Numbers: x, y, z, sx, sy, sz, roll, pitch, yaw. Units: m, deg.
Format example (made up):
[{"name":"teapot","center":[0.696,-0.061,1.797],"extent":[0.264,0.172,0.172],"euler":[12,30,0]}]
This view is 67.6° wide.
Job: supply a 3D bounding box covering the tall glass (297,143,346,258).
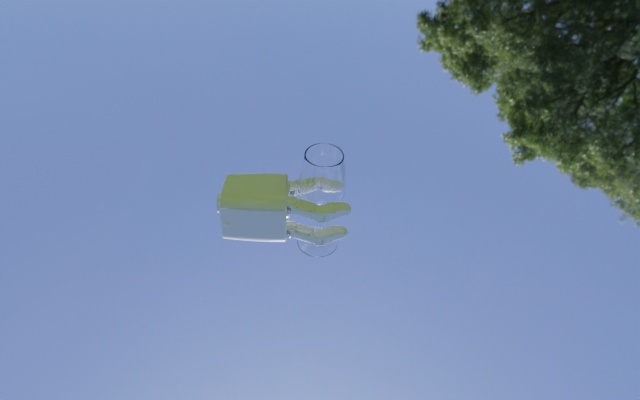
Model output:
[{"name":"tall glass","center":[0.000,0.003,0.801],"extent":[0.079,0.201,0.079],"euler":[3,43,-2]}]
